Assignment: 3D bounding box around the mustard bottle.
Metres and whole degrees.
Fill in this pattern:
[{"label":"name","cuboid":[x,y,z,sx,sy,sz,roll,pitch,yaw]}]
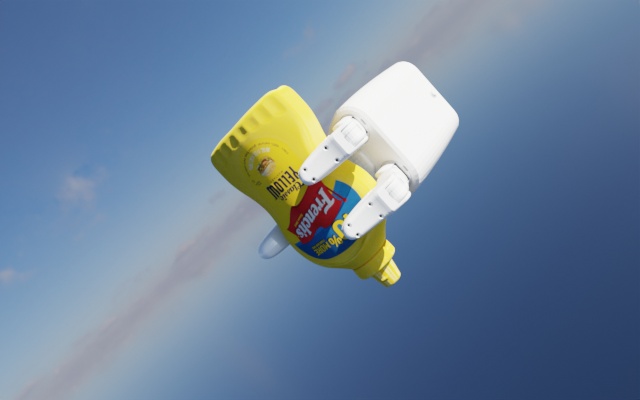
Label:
[{"label":"mustard bottle","cuboid":[0.000,0.001,0.416,0.096,0.191,0.058,-40,6,27]}]
